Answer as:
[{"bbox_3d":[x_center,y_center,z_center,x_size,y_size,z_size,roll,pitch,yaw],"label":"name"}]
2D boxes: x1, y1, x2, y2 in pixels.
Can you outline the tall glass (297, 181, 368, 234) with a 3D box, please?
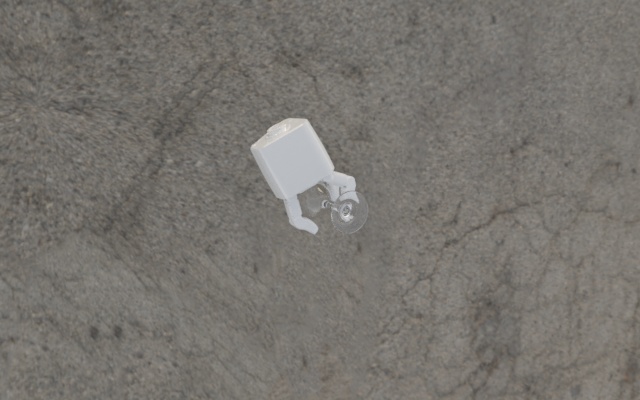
[{"bbox_3d":[0.001,0.003,0.892,0.079,0.079,0.201,0,9,-31],"label":"tall glass"}]
